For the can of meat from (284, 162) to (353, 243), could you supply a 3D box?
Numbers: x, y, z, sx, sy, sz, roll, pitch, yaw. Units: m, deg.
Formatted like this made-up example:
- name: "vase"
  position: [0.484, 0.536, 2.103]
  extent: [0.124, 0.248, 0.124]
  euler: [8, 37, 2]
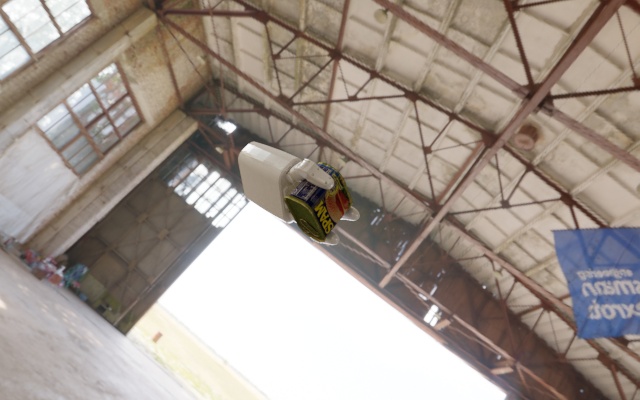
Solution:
- name: "can of meat"
  position: [0.000, 0.002, 0.755]
  extent: [0.057, 0.084, 0.102]
  euler: [24, -27, 35]
